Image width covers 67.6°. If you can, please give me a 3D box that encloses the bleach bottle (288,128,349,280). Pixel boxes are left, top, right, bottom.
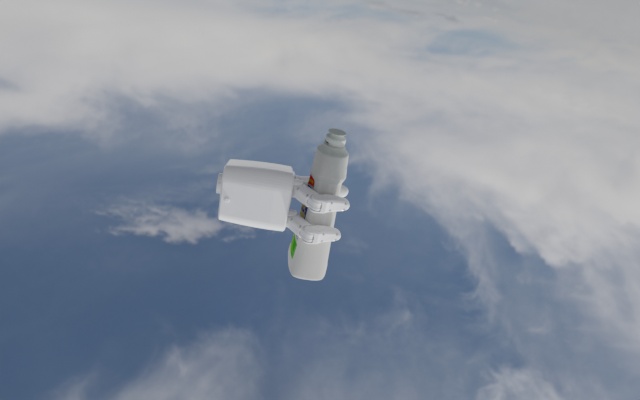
[{"bbox_3d":[0.000,0.003,0.775,0.068,0.251,0.102,9,27,-8],"label":"bleach bottle"}]
